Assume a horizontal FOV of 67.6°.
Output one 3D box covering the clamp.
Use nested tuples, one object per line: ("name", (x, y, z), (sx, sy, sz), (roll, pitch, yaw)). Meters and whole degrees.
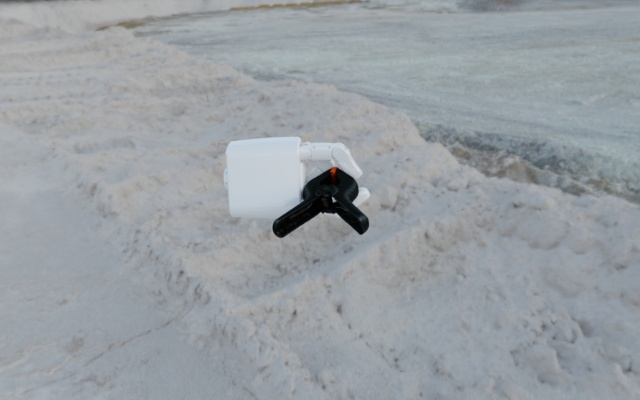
("clamp", (0.000, 0.001, 0.645), (0.120, 0.039, 0.171), (-2, 24, 2))
